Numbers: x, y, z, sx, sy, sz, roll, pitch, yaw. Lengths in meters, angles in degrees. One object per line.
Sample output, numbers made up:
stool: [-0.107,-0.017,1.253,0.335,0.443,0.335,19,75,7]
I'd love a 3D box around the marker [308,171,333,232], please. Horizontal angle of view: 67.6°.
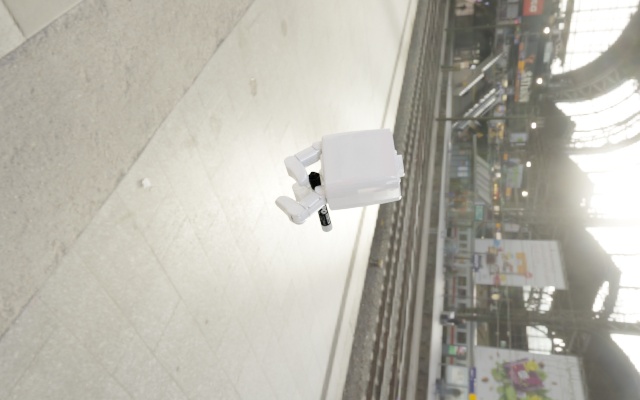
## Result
marker: [0.000,0.002,0.724,0.020,0.020,0.121,0,-44,15]
